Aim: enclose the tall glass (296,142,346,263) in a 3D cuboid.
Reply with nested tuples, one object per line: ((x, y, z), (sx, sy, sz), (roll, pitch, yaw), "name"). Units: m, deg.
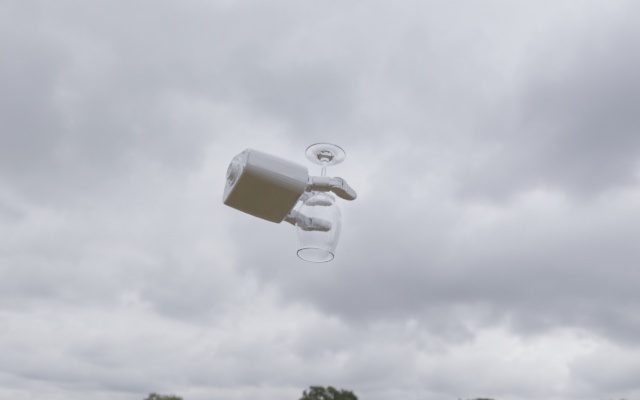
((0.000, 0.002, 0.823), (0.079, 0.201, 0.079), (4, -28, 2), "tall glass")
